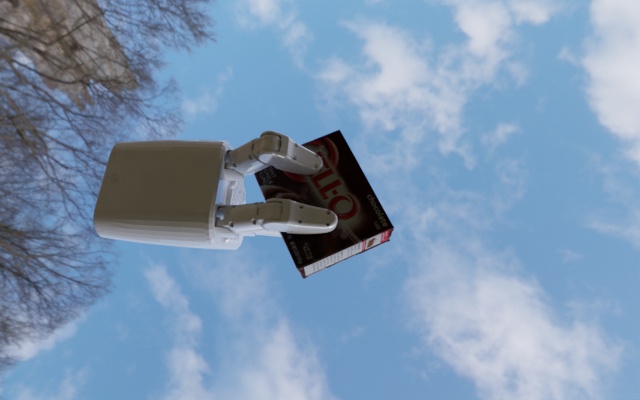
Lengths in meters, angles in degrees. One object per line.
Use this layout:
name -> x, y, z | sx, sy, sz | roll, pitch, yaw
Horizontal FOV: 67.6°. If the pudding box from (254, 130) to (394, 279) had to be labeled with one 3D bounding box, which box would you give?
pudding box -> 0.000, 0.002, 0.430 | 0.090, 0.113, 0.039 | -23, -22, -8
